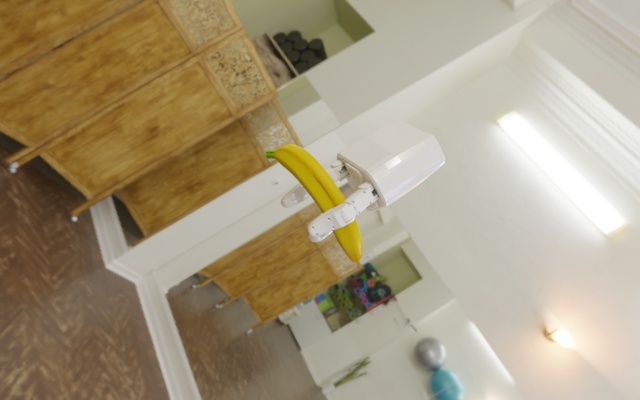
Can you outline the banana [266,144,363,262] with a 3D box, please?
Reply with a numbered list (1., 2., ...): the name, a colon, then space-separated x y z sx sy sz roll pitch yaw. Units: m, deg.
1. banana: 0.002 -0.006 0.632 0.037 0.198 0.070 -36 -5 -19
